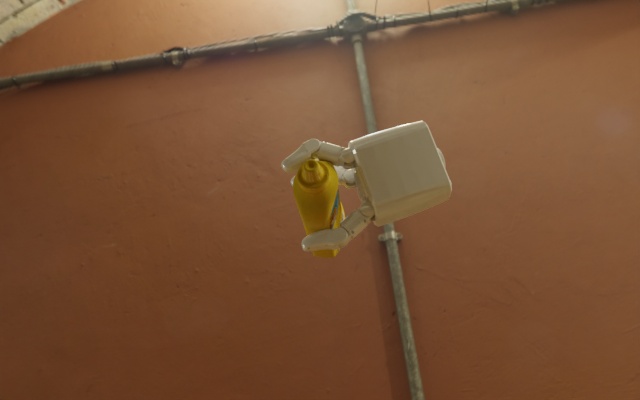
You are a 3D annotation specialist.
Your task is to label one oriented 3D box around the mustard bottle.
[{"bbox_3d":[0.000,0.002,0.646,0.058,0.096,0.192,3,-26,8],"label":"mustard bottle"}]
